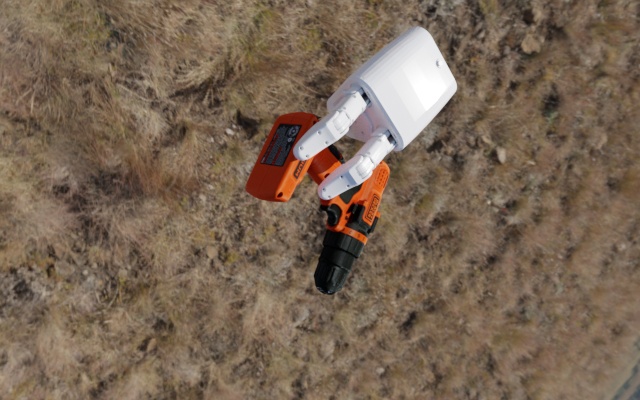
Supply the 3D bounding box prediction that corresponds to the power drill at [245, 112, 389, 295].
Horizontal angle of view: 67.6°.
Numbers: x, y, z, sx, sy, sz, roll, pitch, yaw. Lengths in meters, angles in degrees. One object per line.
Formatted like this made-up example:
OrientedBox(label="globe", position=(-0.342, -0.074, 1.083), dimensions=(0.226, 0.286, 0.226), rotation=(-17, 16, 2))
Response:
OrientedBox(label="power drill", position=(0.000, 0.001, 0.553), dimensions=(0.057, 0.184, 0.188), rotation=(9, -19, 39))
